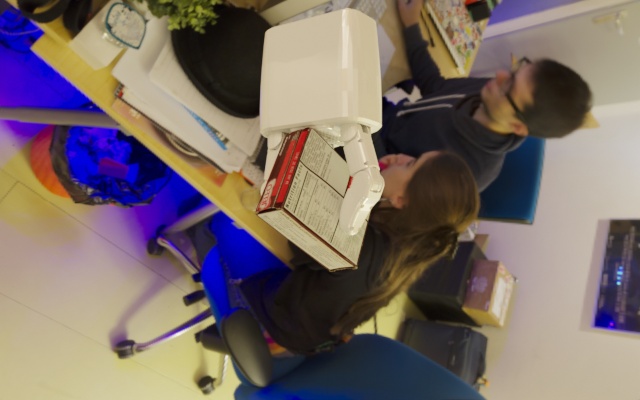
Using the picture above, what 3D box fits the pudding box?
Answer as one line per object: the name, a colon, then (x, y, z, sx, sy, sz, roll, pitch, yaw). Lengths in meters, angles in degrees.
pudding box: (0.000, 0.001, 0.446, 0.039, 0.090, 0.113, -11, -40, 42)
